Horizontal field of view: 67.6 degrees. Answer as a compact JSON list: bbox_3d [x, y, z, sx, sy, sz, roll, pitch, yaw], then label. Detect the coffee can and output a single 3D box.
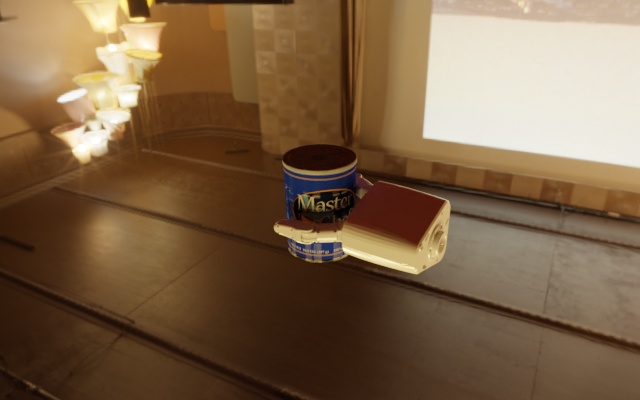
[{"bbox_3d":[0.000,0.002,0.683,0.103,0.140,0.102,-1,26,1],"label":"coffee can"}]
